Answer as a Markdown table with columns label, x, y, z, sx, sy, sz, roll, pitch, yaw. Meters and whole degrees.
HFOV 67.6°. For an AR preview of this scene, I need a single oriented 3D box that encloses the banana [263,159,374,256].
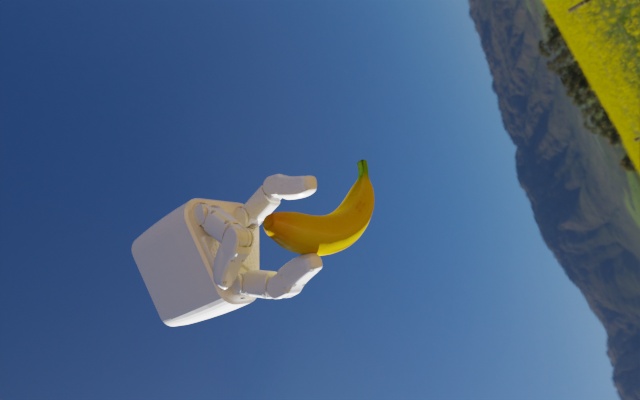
| label | x | y | z | sx | sy | sz | roll | pitch | yaw |
| --- | --- | --- | --- | --- | --- | --- | --- | --- | --- |
| banana | 0.011 | 0.017 | 0.470 | 0.037 | 0.069 | 0.197 | -27 | 4 | 33 |
